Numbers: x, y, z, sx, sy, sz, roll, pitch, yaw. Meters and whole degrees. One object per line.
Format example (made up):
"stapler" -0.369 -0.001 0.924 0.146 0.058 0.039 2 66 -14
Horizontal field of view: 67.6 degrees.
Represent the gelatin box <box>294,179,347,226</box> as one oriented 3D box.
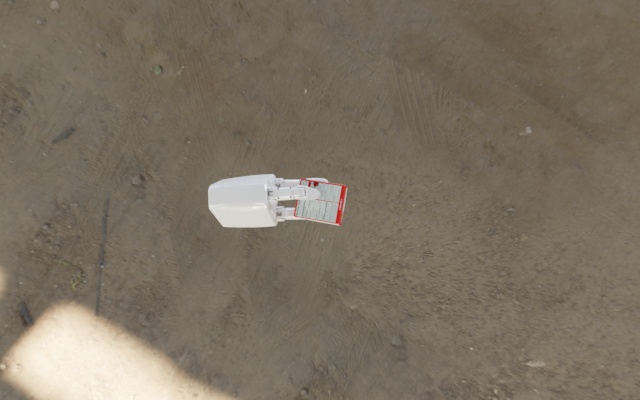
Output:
"gelatin box" 0.000 0.003 0.883 0.089 0.073 0.030 9 -6 11
